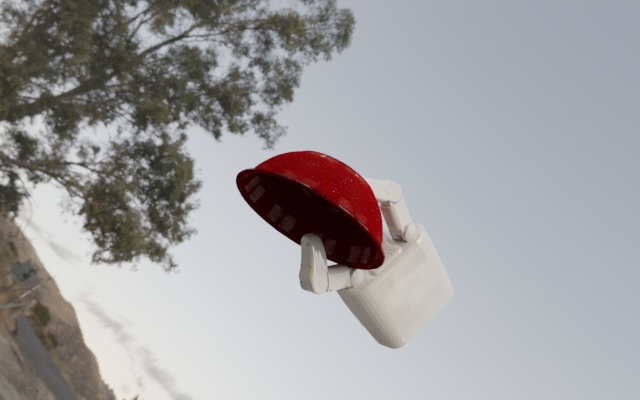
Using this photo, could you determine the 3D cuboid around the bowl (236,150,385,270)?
[{"bbox_3d":[0.000,0.000,0.463,0.162,0.055,0.162,27,-21,11],"label":"bowl"}]
